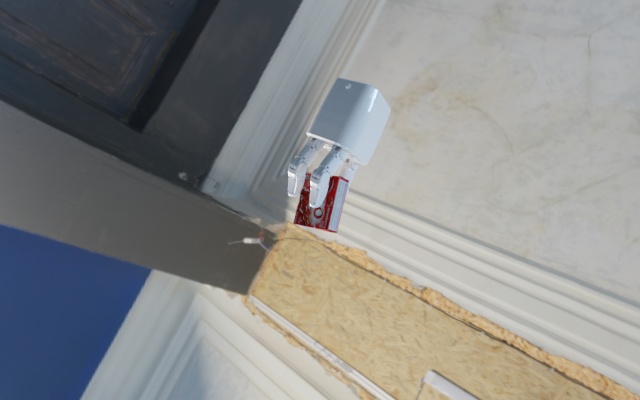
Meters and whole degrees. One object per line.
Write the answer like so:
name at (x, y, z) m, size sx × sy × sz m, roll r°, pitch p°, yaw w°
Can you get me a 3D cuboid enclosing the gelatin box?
gelatin box at (0.000, 0.003, 0.764) m, size 0.073 × 0.089 × 0.030 m, roll 9°, pitch -7°, yaw 39°
